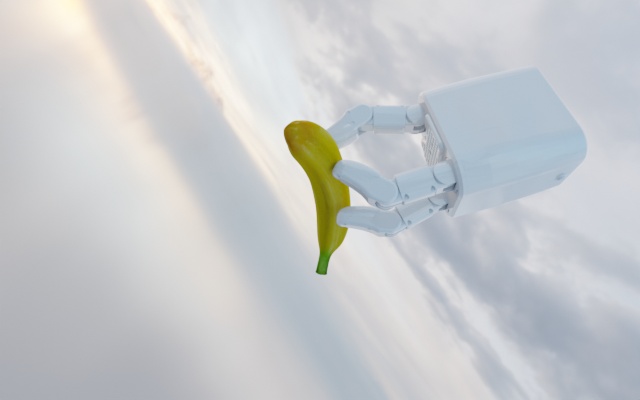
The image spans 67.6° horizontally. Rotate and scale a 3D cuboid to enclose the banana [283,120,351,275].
[{"bbox_3d":[0.004,-0.010,0.440,0.037,0.069,0.198,2,-41,13],"label":"banana"}]
